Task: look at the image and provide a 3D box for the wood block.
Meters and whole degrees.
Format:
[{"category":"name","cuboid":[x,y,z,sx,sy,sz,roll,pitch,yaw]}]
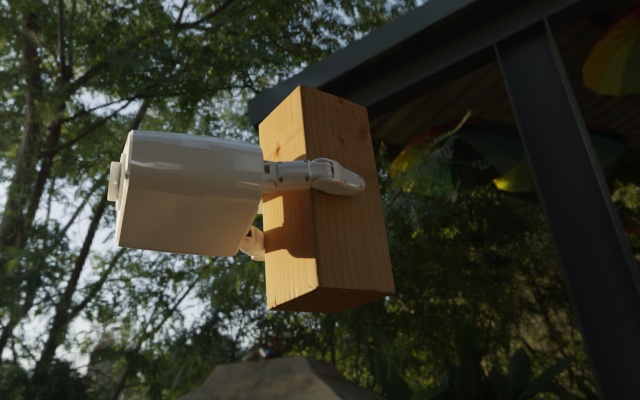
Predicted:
[{"category":"wood block","cuboid":[0.000,0.001,0.486,0.090,0.206,0.091,12,-29,-35]}]
